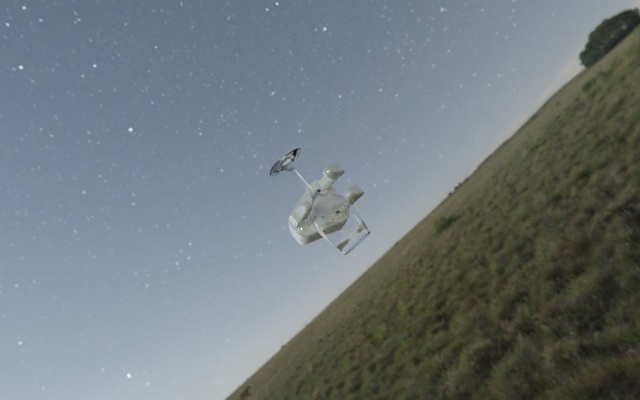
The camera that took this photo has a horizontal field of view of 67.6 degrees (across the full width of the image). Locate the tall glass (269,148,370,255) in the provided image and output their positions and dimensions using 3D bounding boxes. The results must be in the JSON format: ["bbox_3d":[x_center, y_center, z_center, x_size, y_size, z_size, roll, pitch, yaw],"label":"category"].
[{"bbox_3d":[0.000,0.002,0.855,0.079,0.201,0.079,-40,-11,-9],"label":"tall glass"}]
